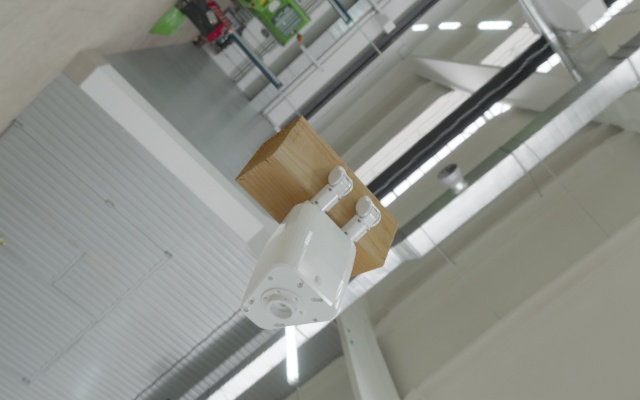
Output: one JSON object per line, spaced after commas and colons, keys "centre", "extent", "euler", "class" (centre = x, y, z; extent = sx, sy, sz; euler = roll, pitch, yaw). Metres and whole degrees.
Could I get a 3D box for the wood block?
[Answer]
{"centre": [0.000, 0.003, 0.646], "extent": [0.091, 0.206, 0.090], "euler": [-27, 24, 41], "class": "wood block"}
